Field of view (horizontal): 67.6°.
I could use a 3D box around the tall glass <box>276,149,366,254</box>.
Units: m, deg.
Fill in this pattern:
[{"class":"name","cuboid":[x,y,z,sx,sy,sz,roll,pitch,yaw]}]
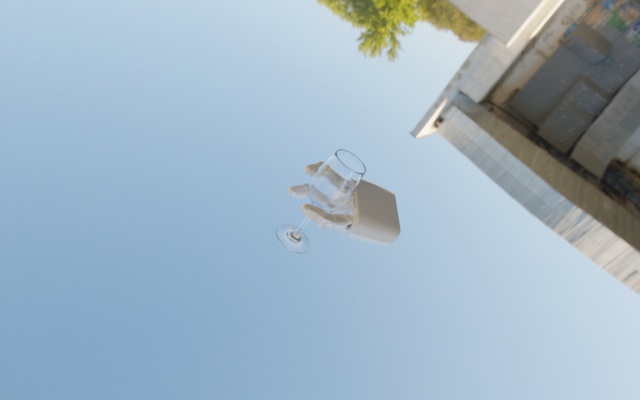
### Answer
[{"class":"tall glass","cuboid":[0.000,0.003,0.856,0.079,0.079,0.201,0,-44,-46]}]
